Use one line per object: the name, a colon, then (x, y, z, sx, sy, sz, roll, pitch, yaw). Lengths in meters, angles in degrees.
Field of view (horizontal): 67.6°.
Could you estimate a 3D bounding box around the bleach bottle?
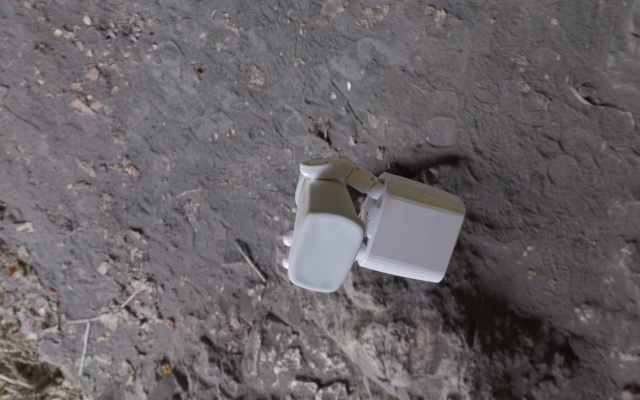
bleach bottle: (0.000, 0.002, 0.602, 0.068, 0.103, 0.250, 16, 25, -10)
